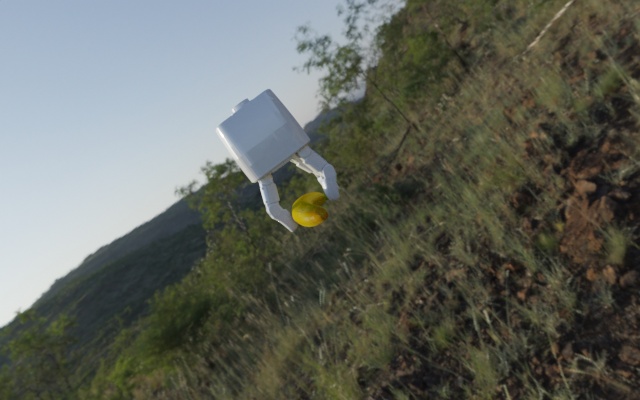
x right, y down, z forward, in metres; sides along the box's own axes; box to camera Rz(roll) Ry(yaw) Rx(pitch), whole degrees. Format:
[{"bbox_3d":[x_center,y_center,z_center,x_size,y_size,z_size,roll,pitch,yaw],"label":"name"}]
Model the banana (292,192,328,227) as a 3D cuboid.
[{"bbox_3d":[-0.016,0.011,0.775,0.069,0.037,0.197,-29,8,10],"label":"banana"}]
